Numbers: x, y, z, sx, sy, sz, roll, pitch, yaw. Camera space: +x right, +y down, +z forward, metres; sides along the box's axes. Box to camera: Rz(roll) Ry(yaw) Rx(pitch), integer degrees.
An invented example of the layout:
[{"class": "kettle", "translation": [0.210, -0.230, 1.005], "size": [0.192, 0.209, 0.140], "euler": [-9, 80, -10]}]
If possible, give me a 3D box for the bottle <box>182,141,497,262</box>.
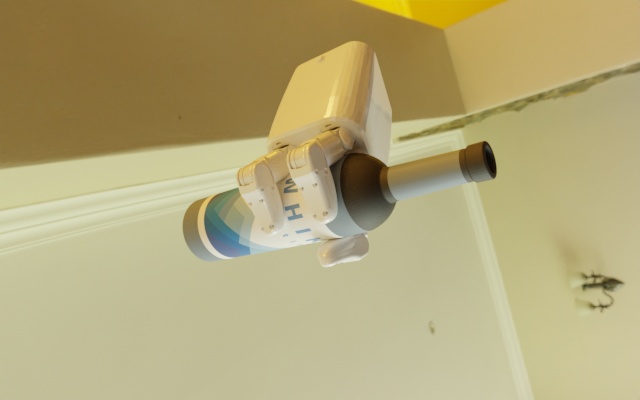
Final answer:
[{"class": "bottle", "translation": [0.000, 0.001, 0.413], "size": [0.296, 0.069, 0.069], "euler": [-14, -8, 35]}]
